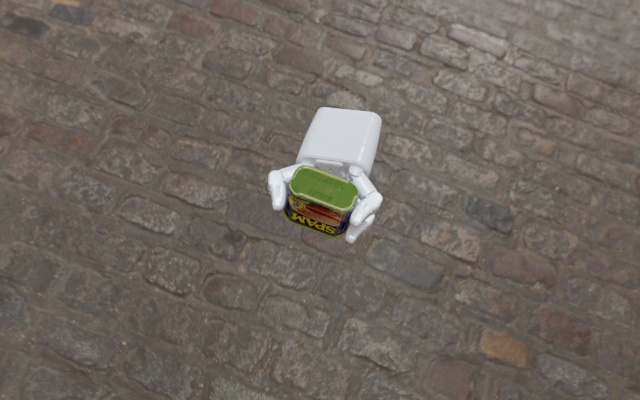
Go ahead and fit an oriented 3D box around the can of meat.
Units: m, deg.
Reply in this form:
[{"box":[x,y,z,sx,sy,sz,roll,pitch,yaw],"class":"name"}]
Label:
[{"box":[0.000,0.002,0.692,0.102,0.057,0.084,21,-30,3],"class":"can of meat"}]
